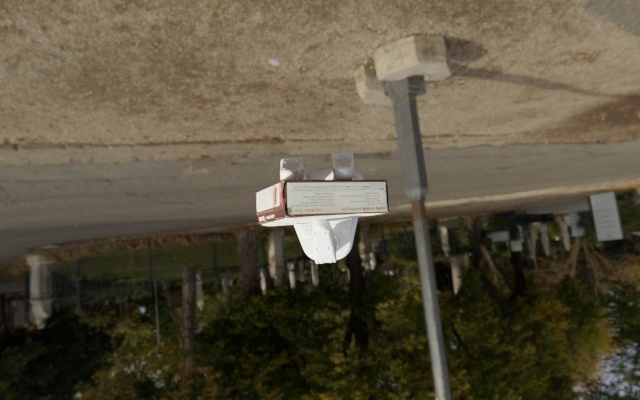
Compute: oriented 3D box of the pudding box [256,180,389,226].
[{"bbox_3d":[0.000,0.002,0.489,0.113,0.039,0.090,-3,-6,-25],"label":"pudding box"}]
